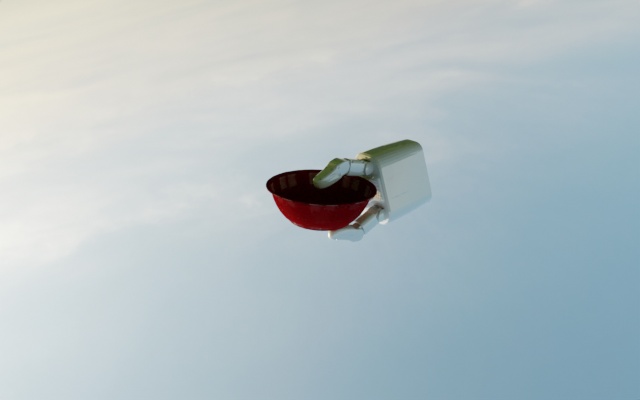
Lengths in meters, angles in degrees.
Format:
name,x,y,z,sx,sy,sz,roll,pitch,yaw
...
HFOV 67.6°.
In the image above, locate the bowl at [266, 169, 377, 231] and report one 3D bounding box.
name,x,y,z,sx,sy,sz,roll,pitch,yaw
bowl,-0.001,0.003,0.702,0.162,0.055,0.162,3,20,-1
